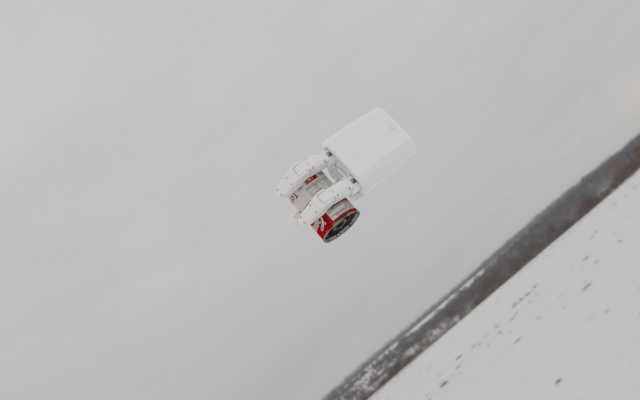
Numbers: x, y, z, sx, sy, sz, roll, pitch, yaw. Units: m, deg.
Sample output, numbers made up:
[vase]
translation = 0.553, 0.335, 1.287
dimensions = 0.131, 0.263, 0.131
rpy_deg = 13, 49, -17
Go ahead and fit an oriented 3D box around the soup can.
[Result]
[soup can]
translation = 0.000, 0.002, 0.704
dimensions = 0.068, 0.102, 0.068
rpy_deg = -36, -19, -14
